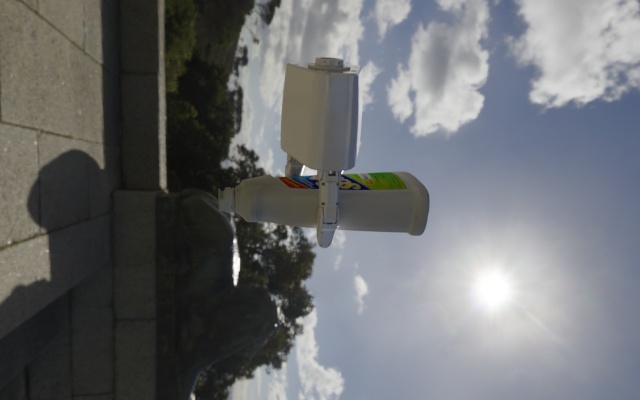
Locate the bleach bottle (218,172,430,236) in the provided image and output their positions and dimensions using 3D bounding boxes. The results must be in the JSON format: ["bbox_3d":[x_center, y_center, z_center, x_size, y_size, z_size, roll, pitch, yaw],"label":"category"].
[{"bbox_3d":[0.000,0.002,0.600,0.251,0.068,0.102,0,22,-11],"label":"bleach bottle"}]
